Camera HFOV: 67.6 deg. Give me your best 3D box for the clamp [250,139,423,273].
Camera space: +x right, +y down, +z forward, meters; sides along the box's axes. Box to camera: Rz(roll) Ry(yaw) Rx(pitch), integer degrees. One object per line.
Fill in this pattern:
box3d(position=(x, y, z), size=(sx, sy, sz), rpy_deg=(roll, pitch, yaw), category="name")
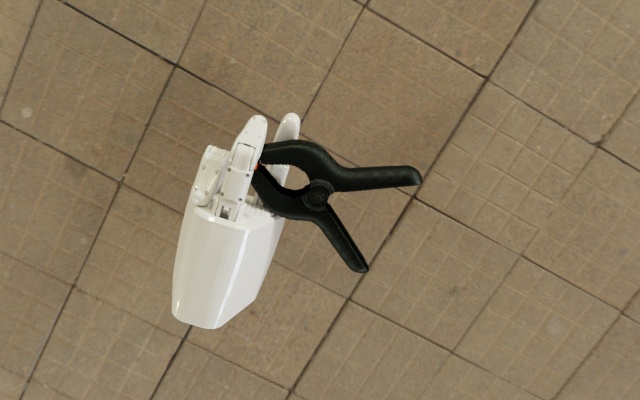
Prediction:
box3d(position=(0.000, 0.002, 0.462), size=(0.171, 0.120, 0.039), rpy_deg=(18, 13, -4), category="clamp")
